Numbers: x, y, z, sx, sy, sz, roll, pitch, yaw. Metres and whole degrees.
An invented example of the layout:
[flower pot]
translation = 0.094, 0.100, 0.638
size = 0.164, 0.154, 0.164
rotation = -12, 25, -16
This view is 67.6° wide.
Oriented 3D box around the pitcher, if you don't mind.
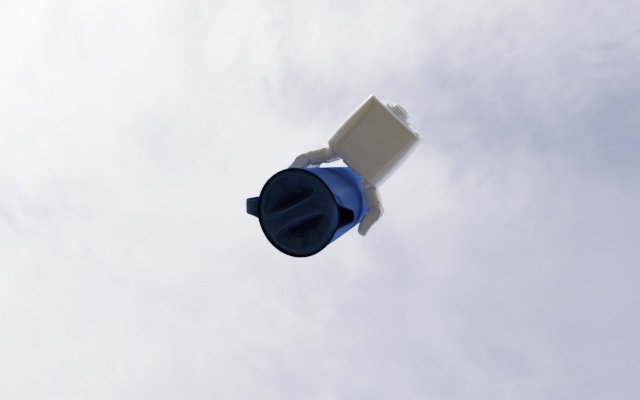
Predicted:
[pitcher]
translation = 0.000, 0.003, 0.802
size = 0.145, 0.149, 0.243
rotation = -46, -11, 22
